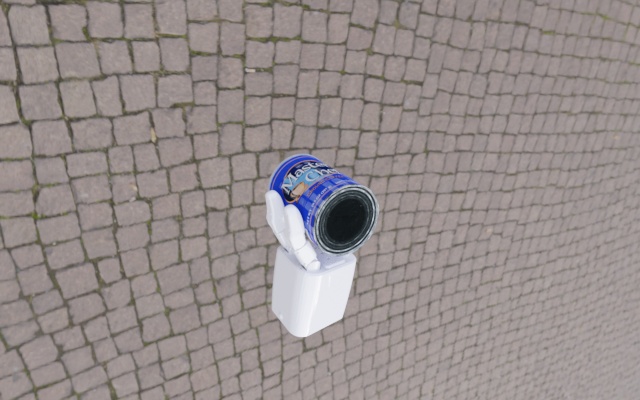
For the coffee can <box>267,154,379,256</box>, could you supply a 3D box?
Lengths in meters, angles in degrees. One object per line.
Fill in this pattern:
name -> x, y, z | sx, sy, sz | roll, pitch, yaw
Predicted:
coffee can -> 0.000, 0.002, 0.677 | 0.103, 0.103, 0.140 | 0, 21, -33
